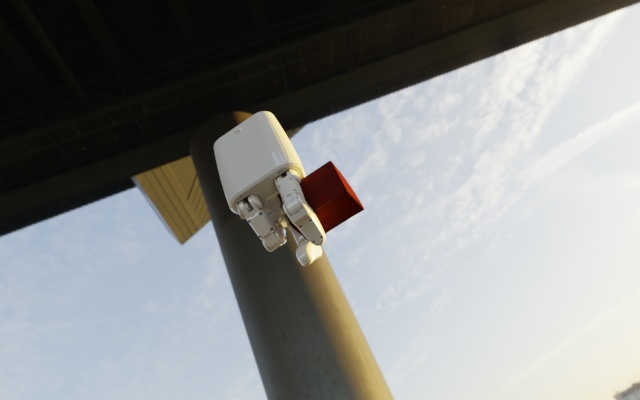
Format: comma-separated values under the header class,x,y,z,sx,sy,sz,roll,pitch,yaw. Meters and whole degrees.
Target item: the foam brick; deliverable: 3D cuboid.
class,x,y,z,sx,sy,sz,roll,pitch,yaw
foam brick,0.000,0.002,0.558,0.078,0.051,0.053,-32,-37,9
